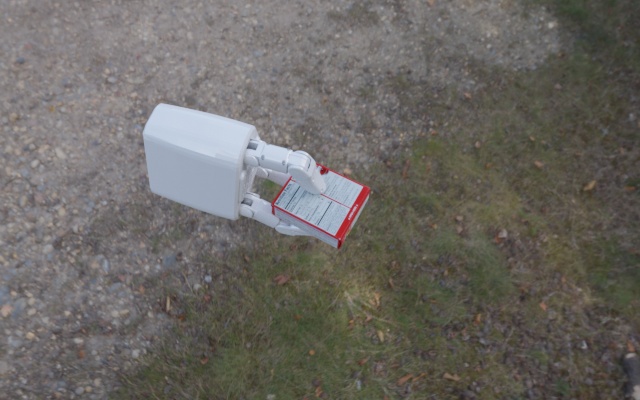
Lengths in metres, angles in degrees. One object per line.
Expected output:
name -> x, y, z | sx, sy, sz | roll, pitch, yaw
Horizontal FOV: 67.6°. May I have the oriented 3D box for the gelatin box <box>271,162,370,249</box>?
gelatin box -> 0.000, 0.002, 0.536 | 0.089, 0.073, 0.030 | 26, -25, 13
